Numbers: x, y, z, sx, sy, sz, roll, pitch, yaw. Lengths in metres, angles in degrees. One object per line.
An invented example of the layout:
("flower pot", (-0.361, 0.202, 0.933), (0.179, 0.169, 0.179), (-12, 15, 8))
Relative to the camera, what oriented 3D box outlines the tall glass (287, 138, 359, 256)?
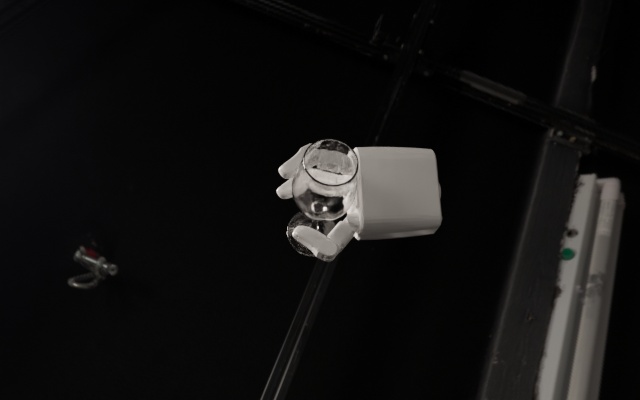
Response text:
("tall glass", (0.000, 0.002, 0.607), (0.079, 0.079, 0.201), (0, -27, -7))
